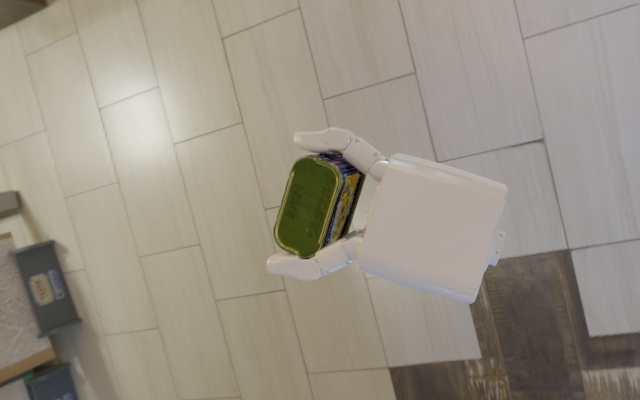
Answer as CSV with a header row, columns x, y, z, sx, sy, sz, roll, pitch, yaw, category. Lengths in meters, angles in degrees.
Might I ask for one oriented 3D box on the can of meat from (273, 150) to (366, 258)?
x,y,z,sx,sy,sz,roll,pitch,yaw,category
0.000,0.002,0.483,0.057,0.102,0.084,20,14,16,can of meat
